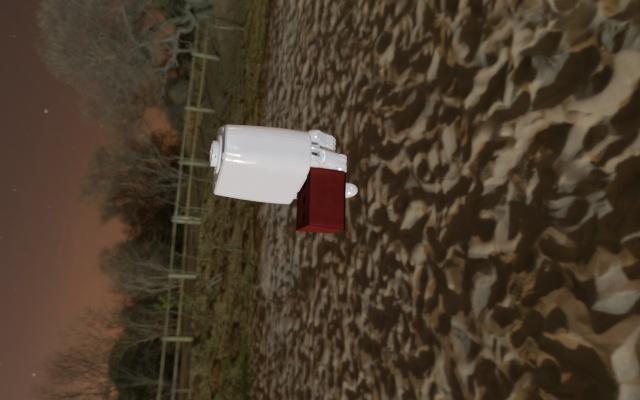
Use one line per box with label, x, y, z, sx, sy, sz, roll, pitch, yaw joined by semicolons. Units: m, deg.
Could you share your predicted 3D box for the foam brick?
foam brick;0.000;0.002;0.630;0.051;0.078;0.053;6;-13;-22
